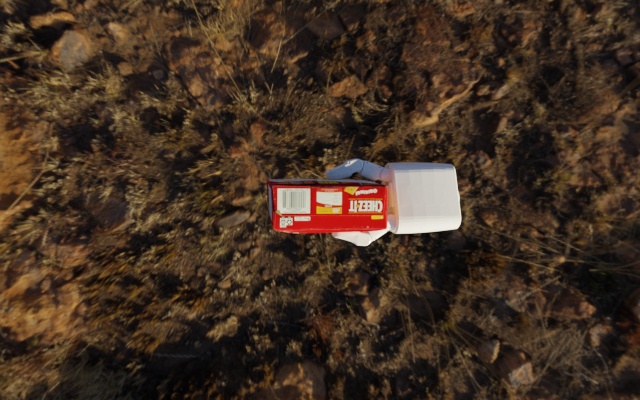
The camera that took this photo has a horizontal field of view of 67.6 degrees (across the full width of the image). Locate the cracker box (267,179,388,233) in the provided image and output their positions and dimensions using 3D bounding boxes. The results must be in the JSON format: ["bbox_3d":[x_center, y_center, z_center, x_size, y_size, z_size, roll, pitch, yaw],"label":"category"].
[{"bbox_3d":[0.000,0.002,0.758,0.164,0.072,0.213,0,5,-8],"label":"cracker box"}]
